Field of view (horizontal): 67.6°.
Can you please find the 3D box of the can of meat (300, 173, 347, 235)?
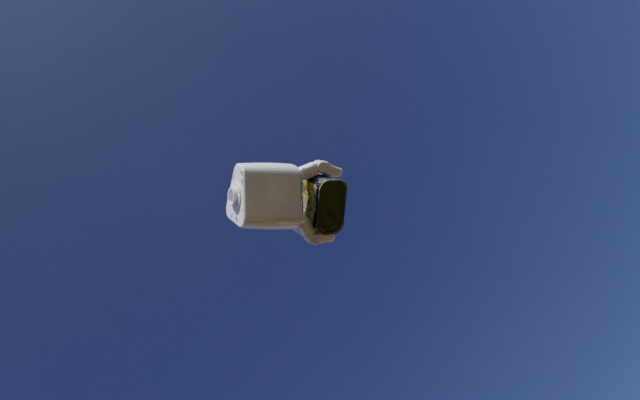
[{"bbox_3d":[0.000,0.003,0.885,0.057,0.102,0.084,-4,16,-30],"label":"can of meat"}]
